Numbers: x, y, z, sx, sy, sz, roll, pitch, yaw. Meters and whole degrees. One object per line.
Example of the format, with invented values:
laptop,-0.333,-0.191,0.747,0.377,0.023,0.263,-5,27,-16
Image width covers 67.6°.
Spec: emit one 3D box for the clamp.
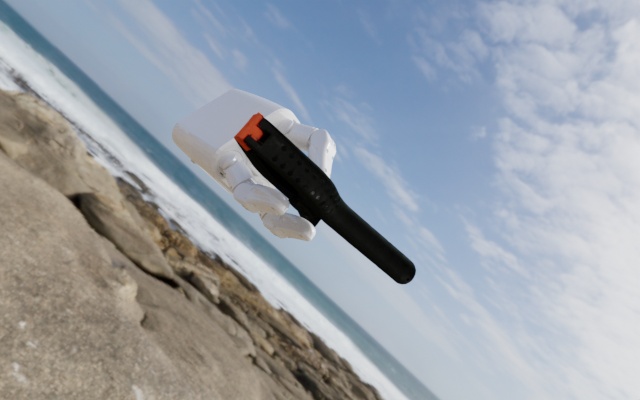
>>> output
clamp,0.000,0.000,0.447,0.164,0.036,0.210,28,-15,40
